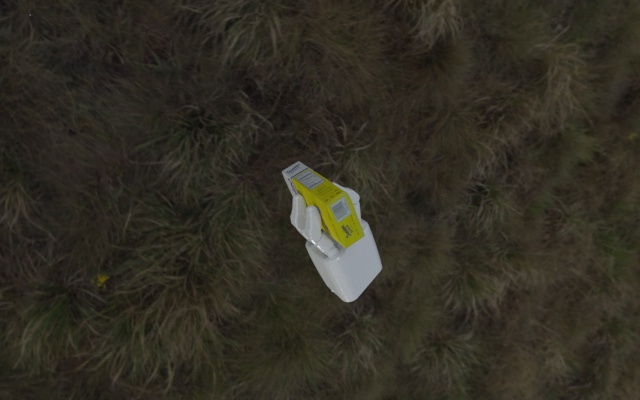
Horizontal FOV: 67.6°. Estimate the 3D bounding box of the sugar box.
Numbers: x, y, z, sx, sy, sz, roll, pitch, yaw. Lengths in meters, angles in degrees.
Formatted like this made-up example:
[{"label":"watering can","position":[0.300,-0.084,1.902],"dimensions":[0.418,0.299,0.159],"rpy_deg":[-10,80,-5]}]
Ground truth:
[{"label":"sugar box","position":[0.000,0.003,0.811],"dimensions":[0.048,0.093,0.176],"rpy_deg":[-33,32,-16]}]
